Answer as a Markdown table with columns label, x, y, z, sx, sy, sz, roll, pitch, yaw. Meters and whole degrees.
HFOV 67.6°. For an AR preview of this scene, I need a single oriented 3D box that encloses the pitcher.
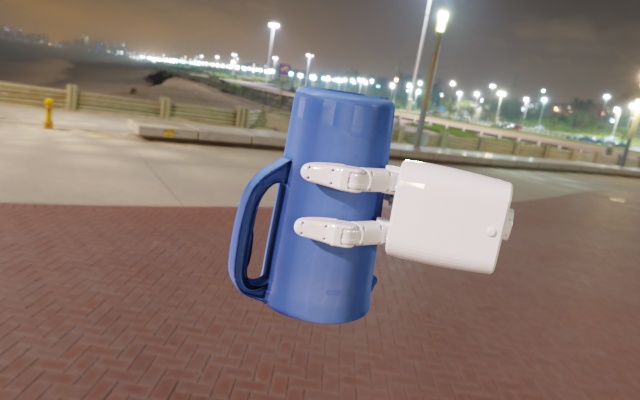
| label | x | y | z | sx | sy | sz | roll | pitch | yaw |
| --- | --- | --- | --- | --- | --- | --- | --- | --- | --- |
| pitcher | 0.000 | 0.002 | 0.526 | 0.145 | 0.243 | 0.149 | 12 | 13 | 16 |
